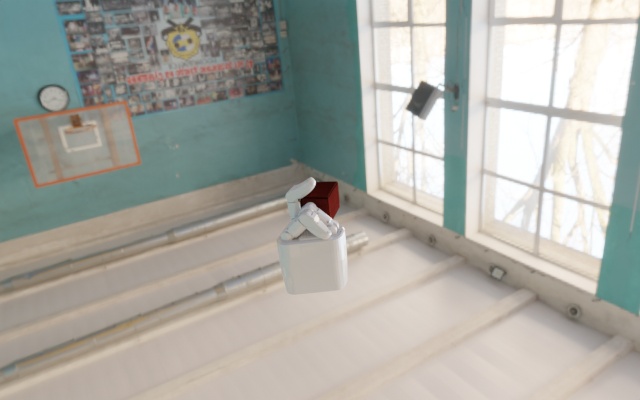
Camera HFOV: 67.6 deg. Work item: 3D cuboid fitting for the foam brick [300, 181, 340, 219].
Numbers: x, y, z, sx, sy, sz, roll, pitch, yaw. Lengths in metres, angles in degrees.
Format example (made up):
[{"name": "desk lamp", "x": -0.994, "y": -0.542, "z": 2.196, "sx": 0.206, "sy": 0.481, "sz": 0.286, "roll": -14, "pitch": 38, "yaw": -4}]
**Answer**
[{"name": "foam brick", "x": 0.000, "y": 0.003, "z": 0.862, "sx": 0.053, "sy": 0.051, "sz": 0.078, "roll": 0, "pitch": 23, "yaw": 17}]
